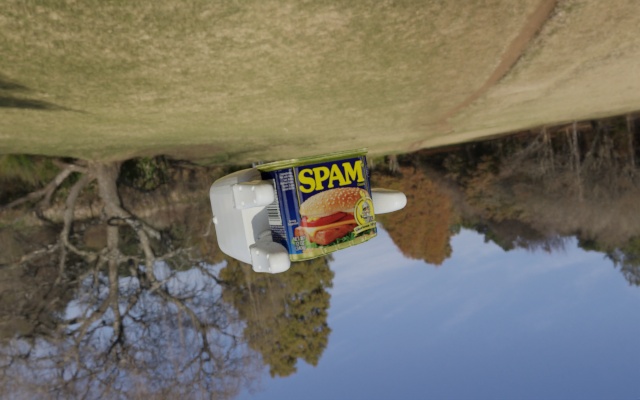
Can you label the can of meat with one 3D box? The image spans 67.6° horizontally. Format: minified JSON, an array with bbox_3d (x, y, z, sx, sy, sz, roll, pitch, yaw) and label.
[{"bbox_3d":[0.000,0.002,0.428,0.102,0.084,0.057,-12,6,-34],"label":"can of meat"}]
